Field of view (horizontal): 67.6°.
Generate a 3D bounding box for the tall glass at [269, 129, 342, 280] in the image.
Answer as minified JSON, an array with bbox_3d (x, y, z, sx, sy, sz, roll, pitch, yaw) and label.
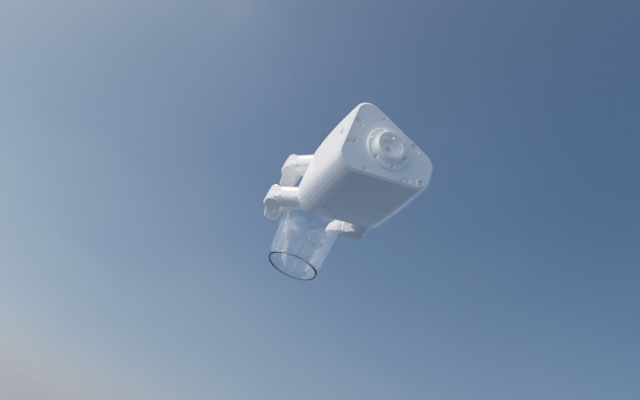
[{"bbox_3d":[0.000,0.002,0.622,0.079,0.201,0.079,17,-33,11],"label":"tall glass"}]
